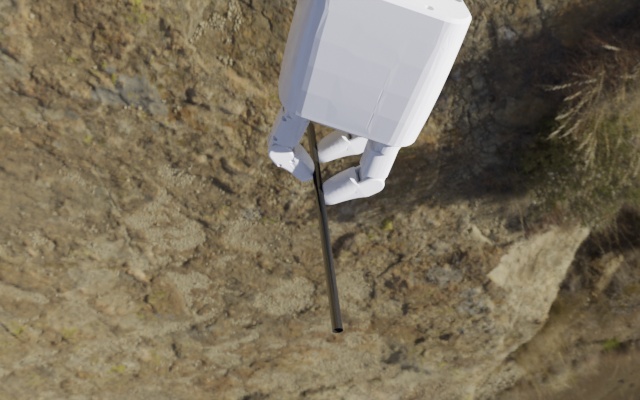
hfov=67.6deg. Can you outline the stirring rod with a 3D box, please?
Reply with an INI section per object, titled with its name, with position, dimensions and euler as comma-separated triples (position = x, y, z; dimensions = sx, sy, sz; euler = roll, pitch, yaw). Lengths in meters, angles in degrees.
[stirring rod]
position = 0.000, 0.001, 0.416
dimensions = 0.011, 0.239, 0.011
euler = -4, -40, -4
